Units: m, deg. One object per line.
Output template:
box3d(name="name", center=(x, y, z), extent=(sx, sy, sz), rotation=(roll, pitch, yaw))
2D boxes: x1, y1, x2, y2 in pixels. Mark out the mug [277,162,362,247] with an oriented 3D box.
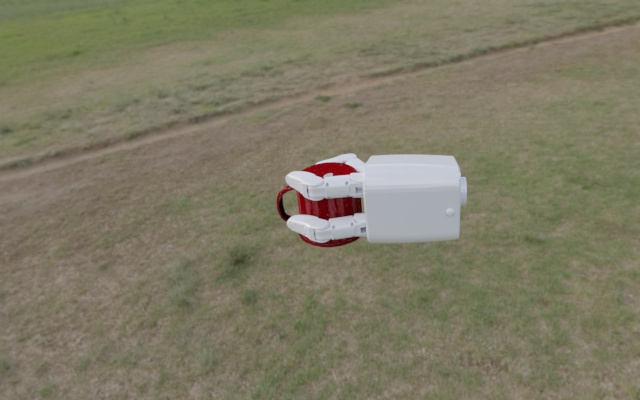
box3d(name="mug", center=(-0.001, 0.002, 0.623), extent=(0.117, 0.081, 0.093), rotation=(-1, 29, 10))
